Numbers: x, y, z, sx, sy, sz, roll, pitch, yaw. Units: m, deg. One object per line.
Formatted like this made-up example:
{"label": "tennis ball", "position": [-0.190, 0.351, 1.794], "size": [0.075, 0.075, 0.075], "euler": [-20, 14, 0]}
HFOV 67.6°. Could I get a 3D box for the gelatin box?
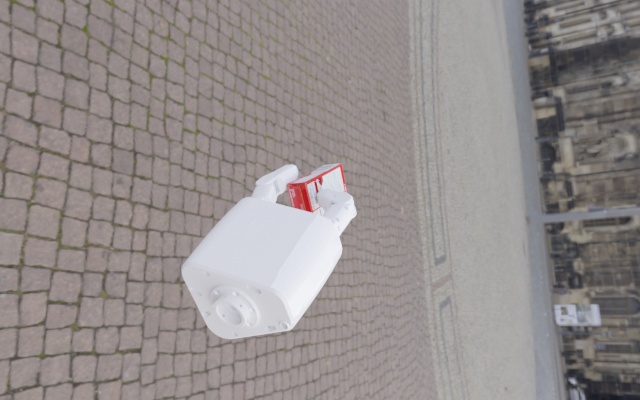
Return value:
{"label": "gelatin box", "position": [0.001, 0.002, 0.578], "size": [0.030, 0.073, 0.089], "euler": [-2, 18, 33]}
